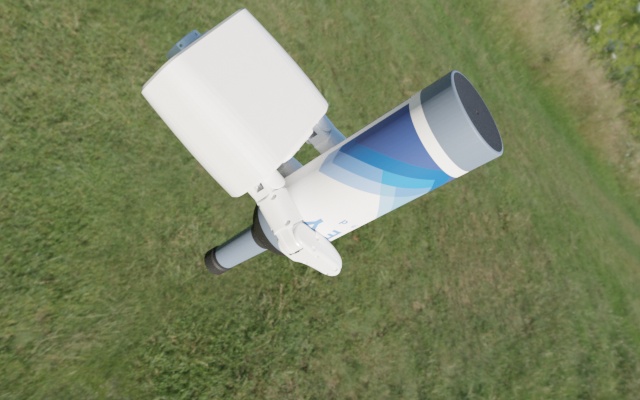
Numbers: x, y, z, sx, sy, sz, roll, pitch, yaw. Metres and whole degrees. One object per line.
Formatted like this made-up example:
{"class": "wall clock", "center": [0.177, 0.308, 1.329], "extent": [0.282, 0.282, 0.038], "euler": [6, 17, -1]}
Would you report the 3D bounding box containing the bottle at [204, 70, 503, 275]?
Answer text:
{"class": "bottle", "center": [0.000, 0.001, 0.404], "extent": [0.296, 0.069, 0.069], "euler": [-30, -17, 33]}
